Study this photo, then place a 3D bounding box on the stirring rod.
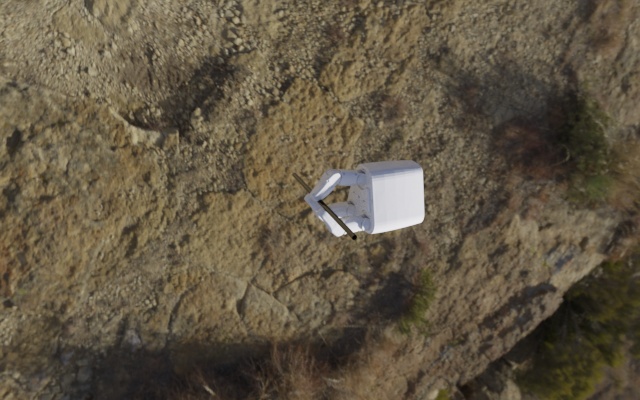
[{"bbox_3d":[0.000,0.002,0.769,0.011,0.011,0.239,0,24,-26],"label":"stirring rod"}]
